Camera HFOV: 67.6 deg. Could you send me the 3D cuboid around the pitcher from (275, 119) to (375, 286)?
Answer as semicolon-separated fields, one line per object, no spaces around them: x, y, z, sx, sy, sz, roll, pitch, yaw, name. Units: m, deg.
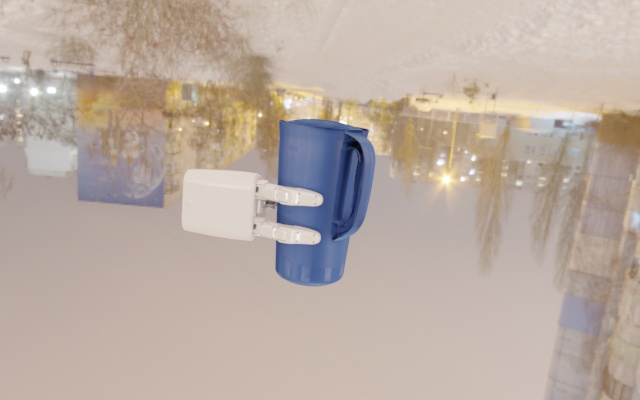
0.000;0.002;0.715;0.145;0.243;0.149;6;12;4;pitcher
